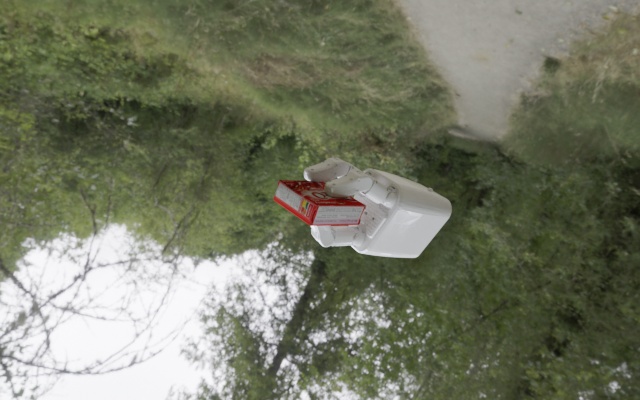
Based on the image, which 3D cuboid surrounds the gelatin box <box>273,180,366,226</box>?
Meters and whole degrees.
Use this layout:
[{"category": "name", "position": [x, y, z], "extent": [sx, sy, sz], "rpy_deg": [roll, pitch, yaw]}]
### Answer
[{"category": "gelatin box", "position": [0.000, 0.002, 0.582], "extent": [0.089, 0.030, 0.073], "rpy_deg": [1, 24, -45]}]
